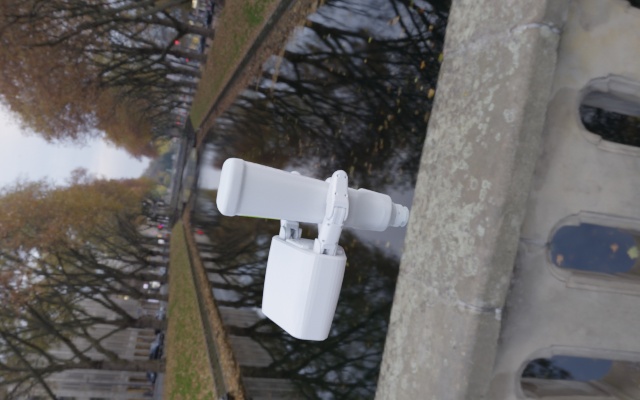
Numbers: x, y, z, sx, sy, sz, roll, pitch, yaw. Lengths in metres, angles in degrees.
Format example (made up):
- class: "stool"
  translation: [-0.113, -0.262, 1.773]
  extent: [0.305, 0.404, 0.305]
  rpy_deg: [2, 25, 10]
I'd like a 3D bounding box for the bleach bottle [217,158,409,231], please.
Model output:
- class: "bleach bottle"
  translation: [0.000, 0.002, 0.612]
  extent: [0.251, 0.068, 0.102]
  rpy_deg: [10, 3, -18]
